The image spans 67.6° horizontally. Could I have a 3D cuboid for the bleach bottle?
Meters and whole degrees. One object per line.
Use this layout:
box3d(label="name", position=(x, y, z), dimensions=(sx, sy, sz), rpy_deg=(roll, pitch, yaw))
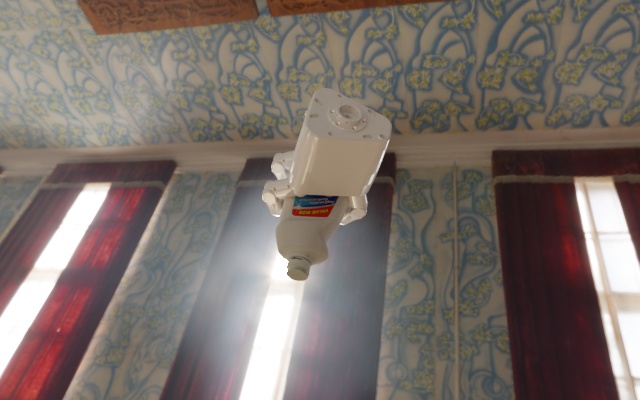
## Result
box3d(label="bleach bottle", position=(0.000, 0.002, 0.683), dimensions=(0.102, 0.250, 0.068), rpy_deg=(15, -39, -3))
